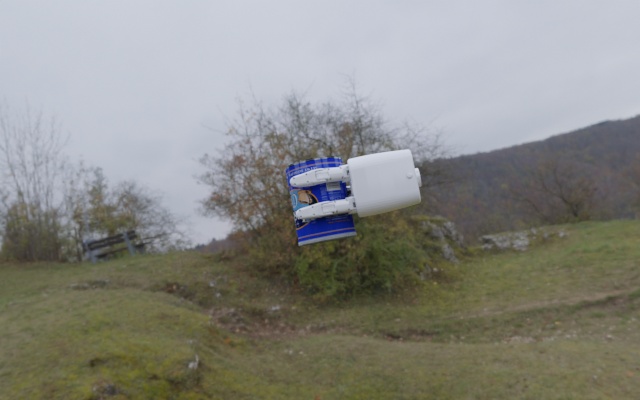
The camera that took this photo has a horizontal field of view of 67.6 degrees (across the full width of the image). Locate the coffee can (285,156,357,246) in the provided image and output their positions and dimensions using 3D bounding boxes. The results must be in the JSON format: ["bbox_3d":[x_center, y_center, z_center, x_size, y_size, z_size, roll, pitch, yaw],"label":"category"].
[{"bbox_3d":[0.000,0.003,0.840,0.103,0.140,0.103,-11,-6,-1],"label":"coffee can"}]
